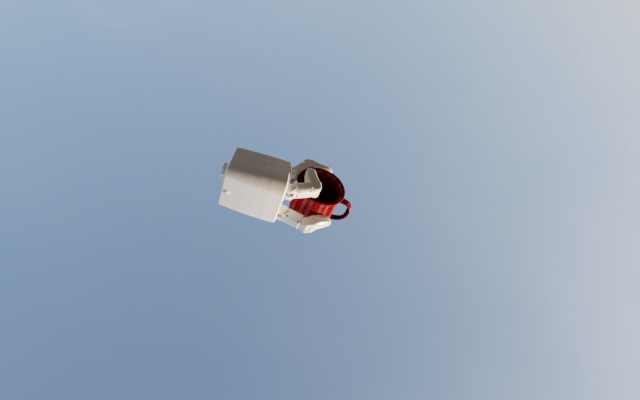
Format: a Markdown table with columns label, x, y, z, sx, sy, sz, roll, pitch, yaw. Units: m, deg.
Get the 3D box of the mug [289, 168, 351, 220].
| label | x | y | z | sx | sy | sz | roll | pitch | yaw |
| --- | --- | --- | --- | --- | --- | --- | --- | --- | --- |
| mug | 0.001 | 0.004 | 0.900 | 0.117 | 0.093 | 0.081 | 20 | -45 | -7 |
